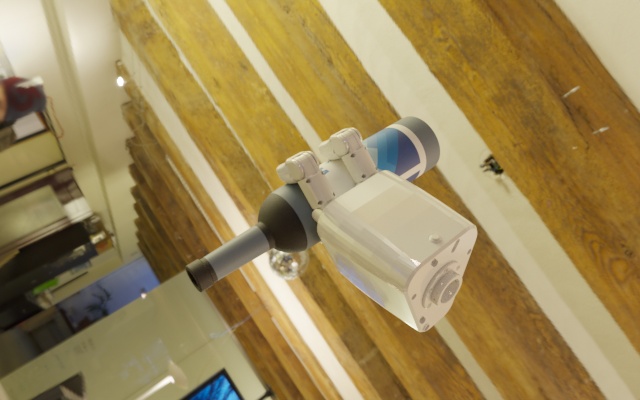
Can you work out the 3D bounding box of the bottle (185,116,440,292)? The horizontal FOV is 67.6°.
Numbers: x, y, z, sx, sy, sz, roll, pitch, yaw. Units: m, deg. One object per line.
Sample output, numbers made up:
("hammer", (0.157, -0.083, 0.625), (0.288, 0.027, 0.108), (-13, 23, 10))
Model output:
("bottle", (0.000, 0.001, 0.487), (0.295, 0.069, 0.069), (-31, 15, -27))
